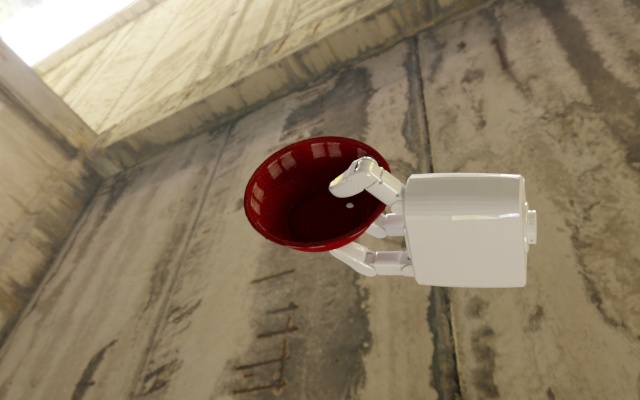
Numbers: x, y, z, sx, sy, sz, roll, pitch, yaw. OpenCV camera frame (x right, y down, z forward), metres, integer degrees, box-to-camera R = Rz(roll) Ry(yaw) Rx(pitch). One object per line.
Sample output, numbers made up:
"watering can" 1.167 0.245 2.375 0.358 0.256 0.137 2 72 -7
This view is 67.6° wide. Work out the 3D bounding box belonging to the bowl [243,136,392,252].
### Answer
"bowl" -0.001 0.002 0.528 0.162 0.162 0.055 0 -41 13
